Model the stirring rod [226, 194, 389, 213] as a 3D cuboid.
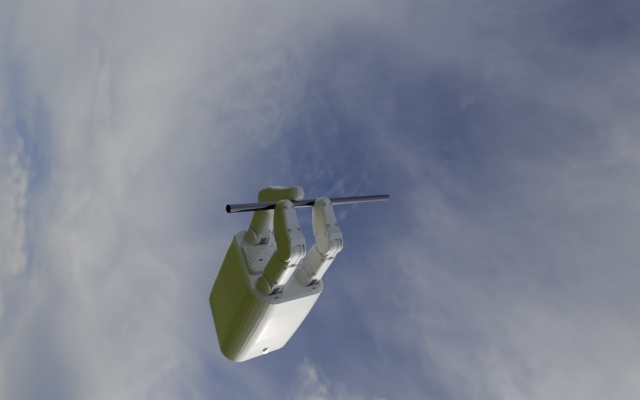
[{"bbox_3d":[0.000,0.002,0.522,0.011,0.011,0.239,0,3,45],"label":"stirring rod"}]
